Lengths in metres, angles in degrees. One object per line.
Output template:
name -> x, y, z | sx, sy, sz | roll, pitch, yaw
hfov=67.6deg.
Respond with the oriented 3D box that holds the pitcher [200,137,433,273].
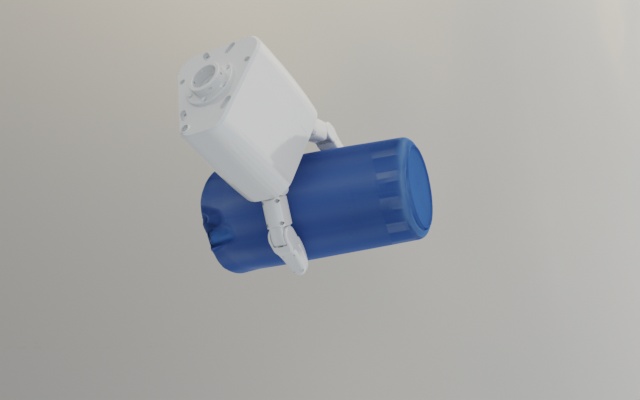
pitcher -> 0.000, 0.002, 0.552 | 0.243, 0.149, 0.145 | -10, -35, 25
